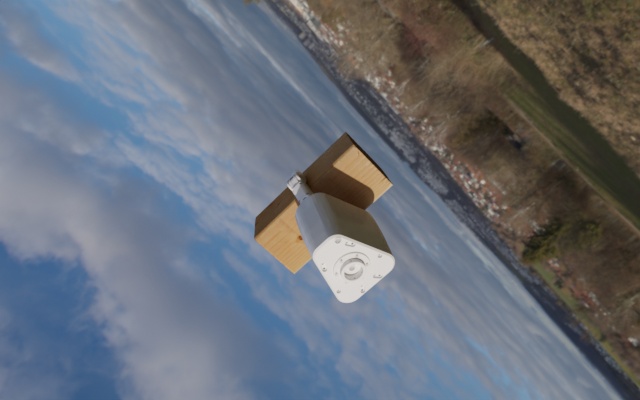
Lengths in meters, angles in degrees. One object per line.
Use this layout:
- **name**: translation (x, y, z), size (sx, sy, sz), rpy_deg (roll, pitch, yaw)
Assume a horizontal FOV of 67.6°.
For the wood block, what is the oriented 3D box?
- **wood block**: translation (0.000, 0.002, 0.749), size (0.091, 0.206, 0.090), rpy_deg (44, 11, -19)
